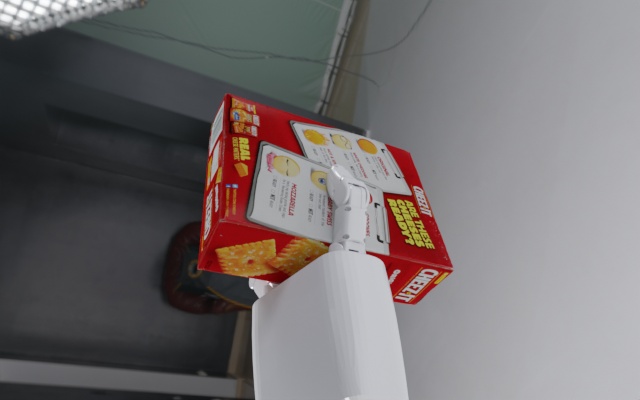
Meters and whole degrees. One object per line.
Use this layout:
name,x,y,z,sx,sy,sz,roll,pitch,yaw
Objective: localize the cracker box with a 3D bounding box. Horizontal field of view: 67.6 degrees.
cracker box,0.000,0.001,0.452,0.214,0.164,0.072,14,-48,-23
